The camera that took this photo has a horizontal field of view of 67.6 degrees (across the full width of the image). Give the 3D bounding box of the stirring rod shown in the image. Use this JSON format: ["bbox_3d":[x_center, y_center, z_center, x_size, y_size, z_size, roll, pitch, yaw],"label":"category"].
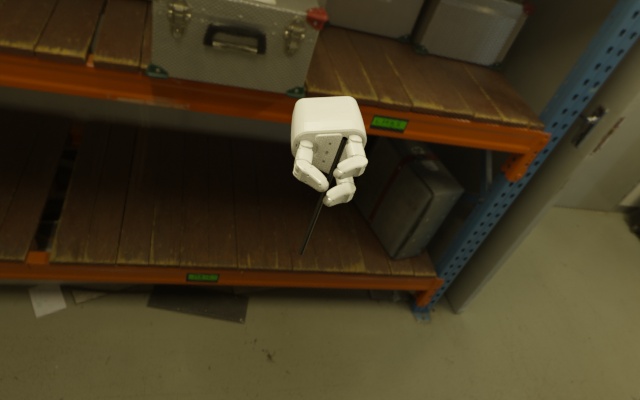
[{"bbox_3d":[0.000,0.002,0.715,0.011,0.240,0.011,12,42,-11],"label":"stirring rod"}]
